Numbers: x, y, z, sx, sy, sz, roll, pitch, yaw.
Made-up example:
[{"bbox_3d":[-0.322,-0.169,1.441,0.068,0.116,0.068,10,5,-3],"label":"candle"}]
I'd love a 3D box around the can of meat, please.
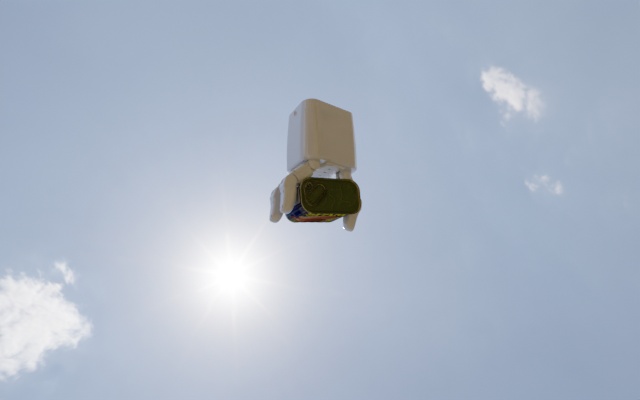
[{"bbox_3d":[0.000,0.003,0.767,0.102,0.057,0.084,2,-14,-25],"label":"can of meat"}]
